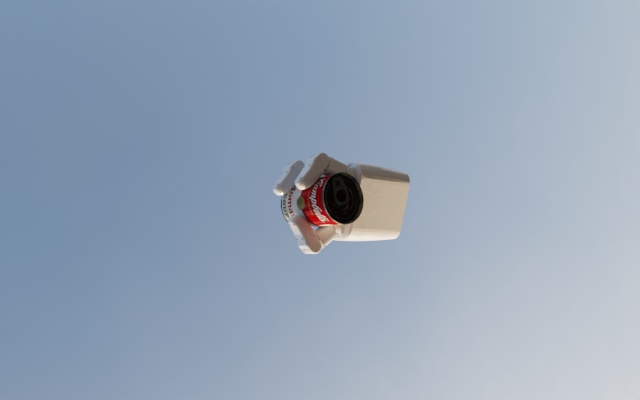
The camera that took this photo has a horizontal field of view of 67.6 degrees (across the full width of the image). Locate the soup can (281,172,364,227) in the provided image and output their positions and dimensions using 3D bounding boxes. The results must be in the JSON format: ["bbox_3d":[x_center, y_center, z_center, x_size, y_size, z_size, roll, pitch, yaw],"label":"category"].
[{"bbox_3d":[0.000,0.002,0.652,0.068,0.068,0.102,0,-6,-37],"label":"soup can"}]
